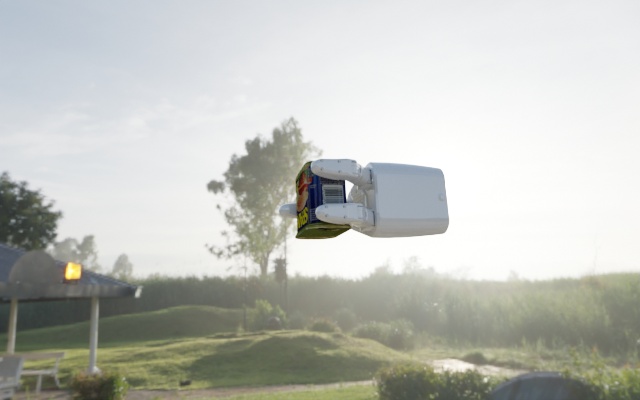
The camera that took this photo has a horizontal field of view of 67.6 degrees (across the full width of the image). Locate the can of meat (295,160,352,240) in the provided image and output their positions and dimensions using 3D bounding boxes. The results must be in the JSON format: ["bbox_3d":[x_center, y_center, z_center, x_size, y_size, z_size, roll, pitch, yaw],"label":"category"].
[{"bbox_3d":[0.000,0.002,0.612,0.057,0.084,0.102,0,-12,-13],"label":"can of meat"}]
